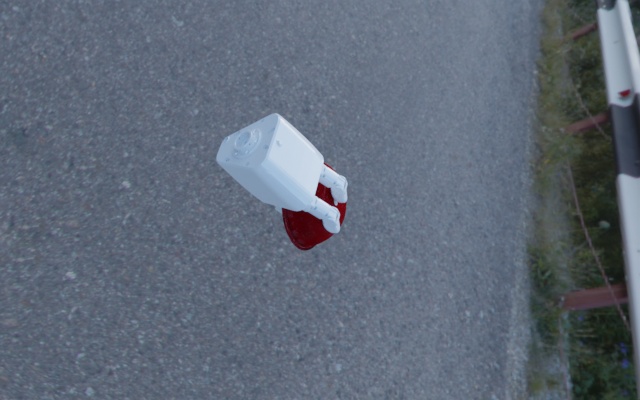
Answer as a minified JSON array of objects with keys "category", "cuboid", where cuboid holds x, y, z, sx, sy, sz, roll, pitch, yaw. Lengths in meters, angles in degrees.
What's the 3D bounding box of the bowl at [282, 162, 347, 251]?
[{"category":"bowl","cuboid":[0.001,0.003,0.783,0.055,0.162,0.162,0,0,26]}]
